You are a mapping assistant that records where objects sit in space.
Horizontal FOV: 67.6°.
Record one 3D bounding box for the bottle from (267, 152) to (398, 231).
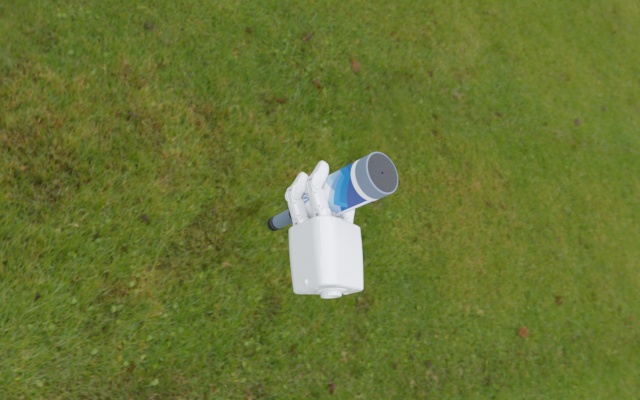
[{"bbox_3d":[0.000,0.002,0.807,0.069,0.069,0.296,0,-17,-40],"label":"bottle"}]
